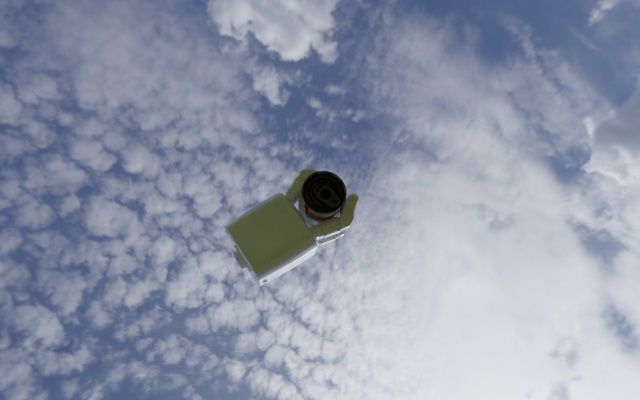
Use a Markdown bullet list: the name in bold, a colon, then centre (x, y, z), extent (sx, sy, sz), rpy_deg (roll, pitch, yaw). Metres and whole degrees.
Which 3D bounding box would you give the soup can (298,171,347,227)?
- **soup can**: centre (0.000, 0.002, 0.761), extent (0.068, 0.068, 0.102), rpy_deg (0, -18, -7)
